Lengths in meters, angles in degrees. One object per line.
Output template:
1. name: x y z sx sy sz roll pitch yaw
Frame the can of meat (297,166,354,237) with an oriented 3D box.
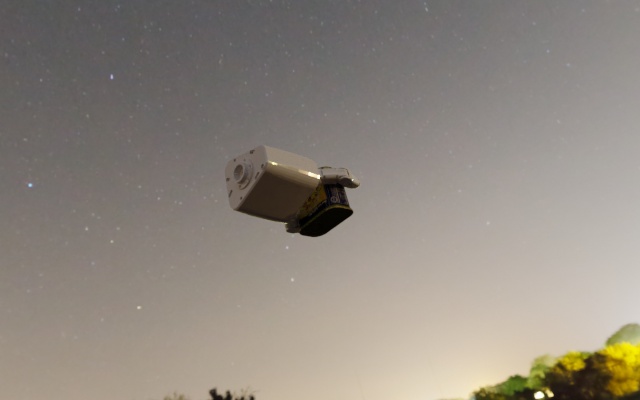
1. can of meat: 0.000 0.002 0.824 0.057 0.084 0.102 12 -38 -40
